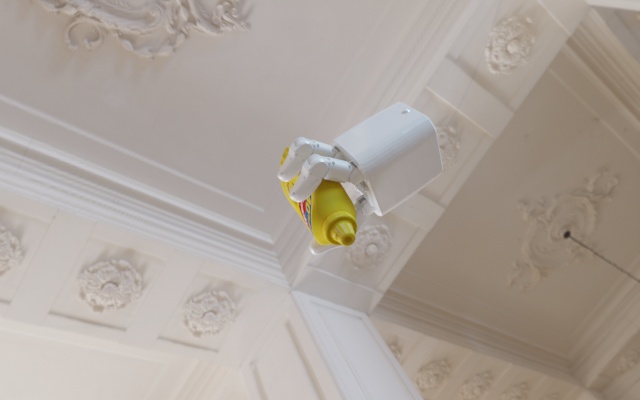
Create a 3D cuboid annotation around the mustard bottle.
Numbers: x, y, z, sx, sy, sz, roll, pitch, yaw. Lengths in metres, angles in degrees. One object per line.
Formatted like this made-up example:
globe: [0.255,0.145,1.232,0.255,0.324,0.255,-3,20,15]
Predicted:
mustard bottle: [0.000,0.002,0.617,0.058,0.096,0.191,-12,30,-16]
